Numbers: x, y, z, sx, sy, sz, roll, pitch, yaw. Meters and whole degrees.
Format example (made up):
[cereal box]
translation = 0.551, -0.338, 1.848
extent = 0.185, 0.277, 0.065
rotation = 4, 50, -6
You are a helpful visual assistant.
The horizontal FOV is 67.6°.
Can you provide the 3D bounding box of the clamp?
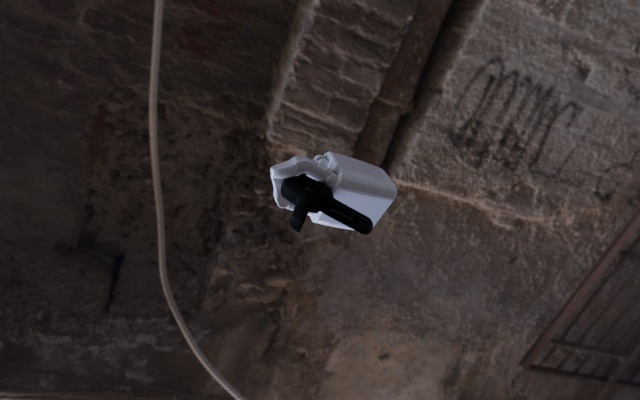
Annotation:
[clamp]
translation = 0.000, 0.003, 0.688
extent = 0.120, 0.039, 0.171
rotation = 13, 24, -22
